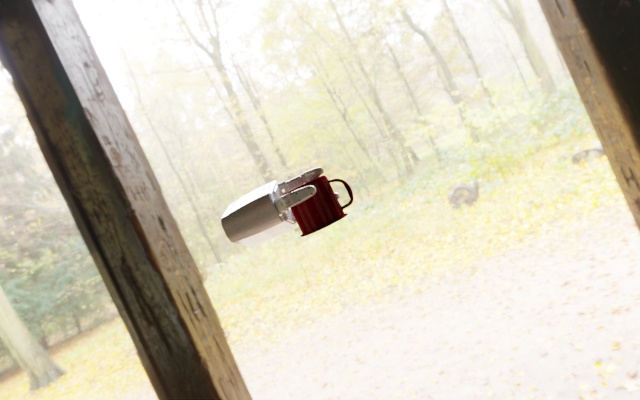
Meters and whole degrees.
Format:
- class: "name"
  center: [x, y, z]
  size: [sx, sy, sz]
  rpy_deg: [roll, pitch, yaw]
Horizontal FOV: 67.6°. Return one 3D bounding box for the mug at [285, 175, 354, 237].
- class: "mug"
  center: [0.001, 0.002, 0.836]
  size: [0.117, 0.081, 0.093]
  rpy_deg: [-25, 2, 9]
